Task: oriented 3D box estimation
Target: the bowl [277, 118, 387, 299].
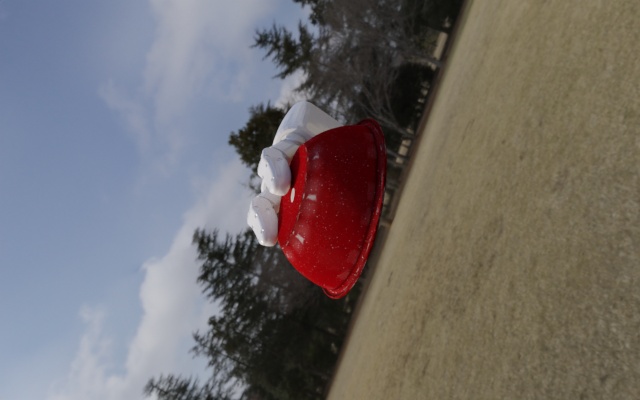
[{"bbox_3d":[0.000,0.002,0.417,0.055,0.162,0.162,12,-3,-15],"label":"bowl"}]
